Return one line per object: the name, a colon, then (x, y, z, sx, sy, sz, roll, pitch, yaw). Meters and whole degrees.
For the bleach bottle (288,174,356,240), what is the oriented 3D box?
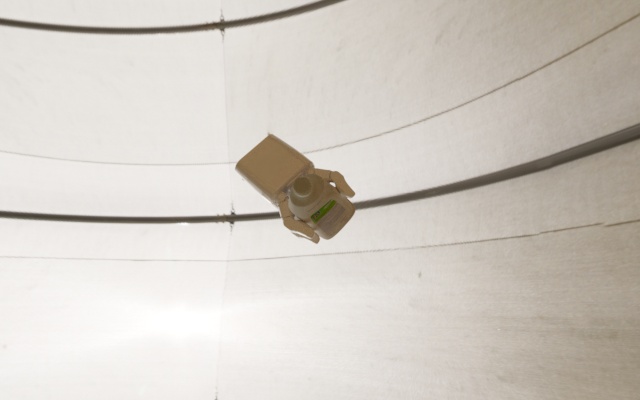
bleach bottle: (0.000, 0.003, 0.883, 0.068, 0.102, 0.251, 39, -5, 19)
